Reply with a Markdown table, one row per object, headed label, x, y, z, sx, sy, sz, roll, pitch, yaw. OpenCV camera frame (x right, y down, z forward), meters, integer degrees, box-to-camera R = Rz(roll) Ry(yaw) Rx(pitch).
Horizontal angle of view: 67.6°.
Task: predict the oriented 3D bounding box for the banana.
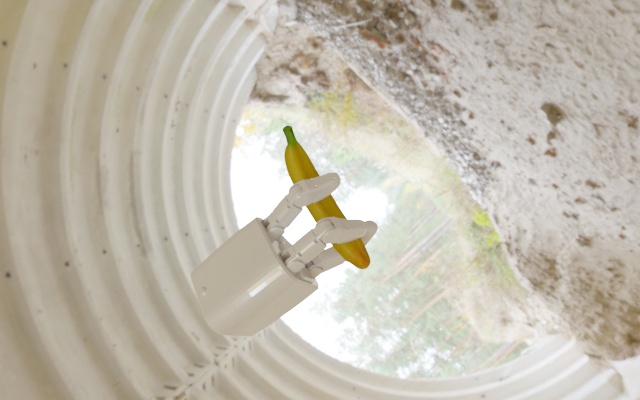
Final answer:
| label | x | y | z | sx | sy | sz | roll | pitch | yaw |
| --- | --- | --- | --- | --- | --- | --- | --- | --- | --- |
| banana | 0.001 | 0.004 | 0.581 | 0.037 | 0.197 | 0.070 | -31 | -17 | -1 |
